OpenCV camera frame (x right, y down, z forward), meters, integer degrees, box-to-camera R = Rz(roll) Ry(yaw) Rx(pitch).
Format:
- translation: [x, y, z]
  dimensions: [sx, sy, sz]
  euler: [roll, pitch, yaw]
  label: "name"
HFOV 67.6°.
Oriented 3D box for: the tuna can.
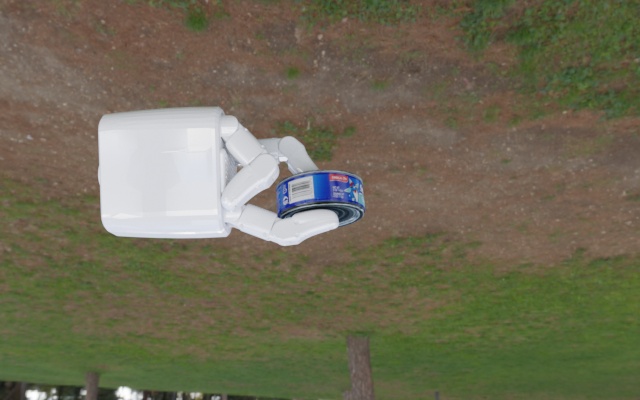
- translation: [0.000, 0.002, 0.464]
  dimensions: [0.086, 0.033, 0.086]
  euler: [-4, -19, -1]
  label: "tuna can"
